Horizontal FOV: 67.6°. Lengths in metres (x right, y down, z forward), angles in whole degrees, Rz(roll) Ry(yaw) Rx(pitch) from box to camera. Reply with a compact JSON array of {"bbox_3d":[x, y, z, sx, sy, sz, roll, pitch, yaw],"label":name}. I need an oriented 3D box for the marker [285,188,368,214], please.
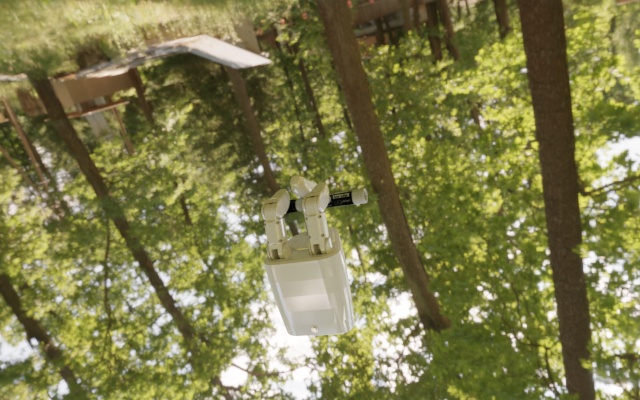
[{"bbox_3d":[0.000,0.002,0.612,0.121,0.020,0.020,-8,-3,20],"label":"marker"}]
